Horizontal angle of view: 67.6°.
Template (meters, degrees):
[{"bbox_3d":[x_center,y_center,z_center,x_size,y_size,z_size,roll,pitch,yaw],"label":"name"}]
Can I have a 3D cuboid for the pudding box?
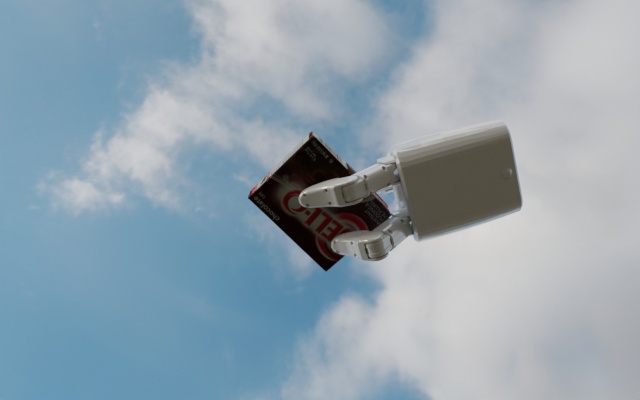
[{"bbox_3d":[0.000,0.001,0.475,0.090,0.113,0.039,-43,11,13],"label":"pudding box"}]
